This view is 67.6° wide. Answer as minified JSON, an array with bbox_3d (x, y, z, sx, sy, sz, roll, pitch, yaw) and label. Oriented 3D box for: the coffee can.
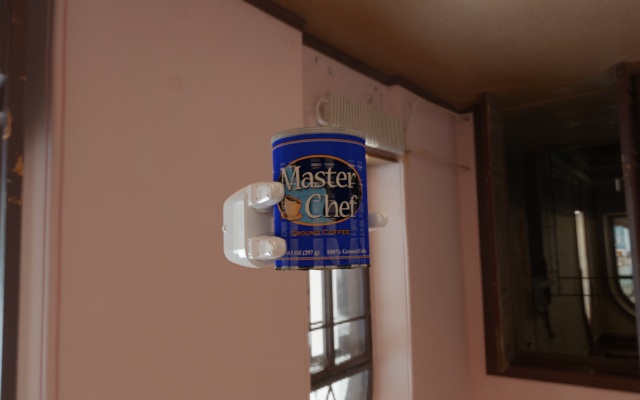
[{"bbox_3d":[0.000,0.002,0.510,0.103,0.140,0.103,-2,-5,0],"label":"coffee can"}]
